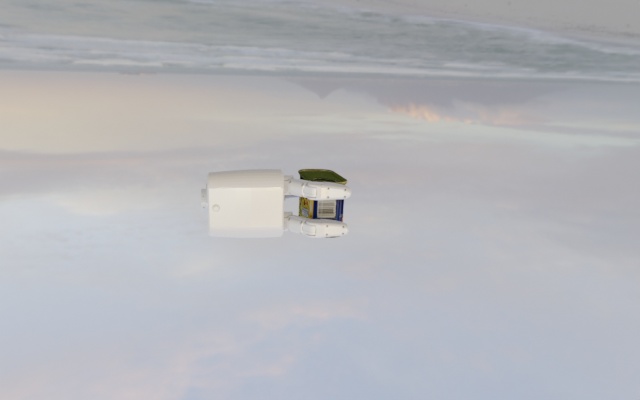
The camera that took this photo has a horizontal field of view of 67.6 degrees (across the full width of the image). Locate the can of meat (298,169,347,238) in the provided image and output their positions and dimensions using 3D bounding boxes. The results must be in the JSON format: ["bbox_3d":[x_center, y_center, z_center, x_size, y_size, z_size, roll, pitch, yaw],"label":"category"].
[{"bbox_3d":[0.000,0.003,0.722,0.057,0.084,0.102,-1,15,-16],"label":"can of meat"}]
